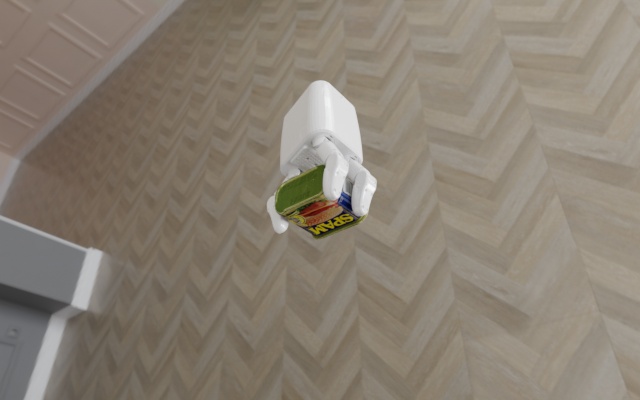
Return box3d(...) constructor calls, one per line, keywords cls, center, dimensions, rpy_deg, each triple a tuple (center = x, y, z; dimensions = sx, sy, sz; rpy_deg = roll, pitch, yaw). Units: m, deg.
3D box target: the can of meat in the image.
box3d(cls="can of meat", center=(0.000, 0.002, 0.650), dimensions=(0.102, 0.057, 0.084), rpy_deg=(-24, -42, 33))
